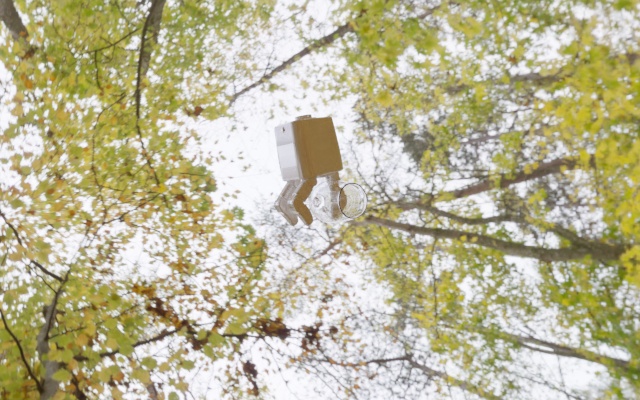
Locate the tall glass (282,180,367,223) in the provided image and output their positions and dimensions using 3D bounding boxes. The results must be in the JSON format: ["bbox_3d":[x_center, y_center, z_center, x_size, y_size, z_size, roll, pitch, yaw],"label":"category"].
[{"bbox_3d":[0.000,0.003,0.888,0.079,0.079,0.201,0,-1,-34],"label":"tall glass"}]
